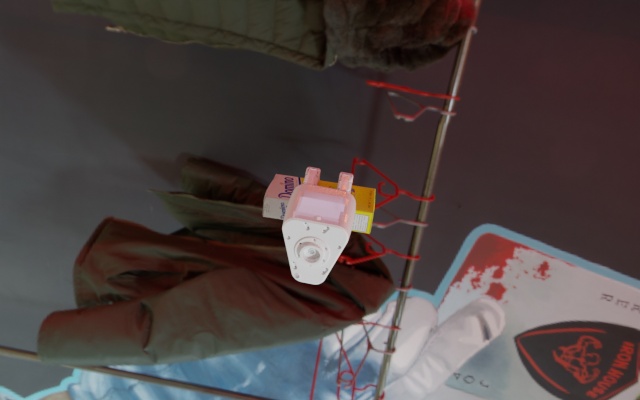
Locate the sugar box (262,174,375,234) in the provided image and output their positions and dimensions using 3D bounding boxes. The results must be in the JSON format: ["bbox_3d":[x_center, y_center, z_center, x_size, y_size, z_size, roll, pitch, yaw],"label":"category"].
[{"bbox_3d":[0.000,0.002,0.793,0.176,0.048,0.093,11,27,3],"label":"sugar box"}]
